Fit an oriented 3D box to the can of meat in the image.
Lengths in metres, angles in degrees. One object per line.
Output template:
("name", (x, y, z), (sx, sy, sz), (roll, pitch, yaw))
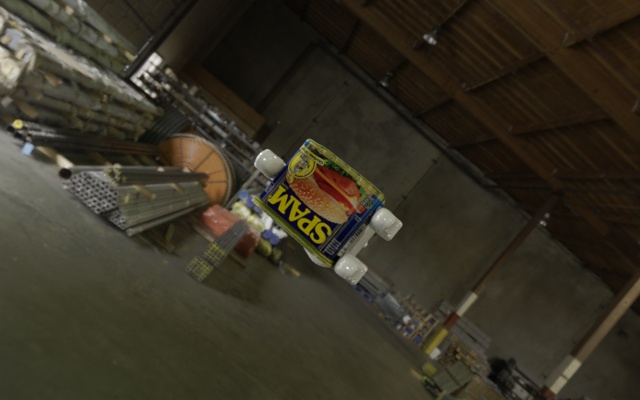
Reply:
("can of meat", (0.000, 0.001, 0.462), (0.102, 0.084, 0.057), (40, -1, 18))
